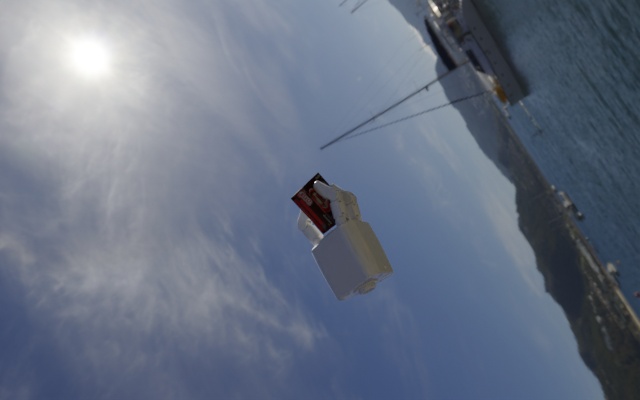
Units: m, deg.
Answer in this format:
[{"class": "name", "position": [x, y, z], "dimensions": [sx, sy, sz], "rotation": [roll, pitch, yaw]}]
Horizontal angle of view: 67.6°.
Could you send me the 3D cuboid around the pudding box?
[{"class": "pudding box", "position": [0.000, 0.003, 0.897], "dimensions": [0.039, 0.090, 0.113], "rotation": [-40, 4, 20]}]
